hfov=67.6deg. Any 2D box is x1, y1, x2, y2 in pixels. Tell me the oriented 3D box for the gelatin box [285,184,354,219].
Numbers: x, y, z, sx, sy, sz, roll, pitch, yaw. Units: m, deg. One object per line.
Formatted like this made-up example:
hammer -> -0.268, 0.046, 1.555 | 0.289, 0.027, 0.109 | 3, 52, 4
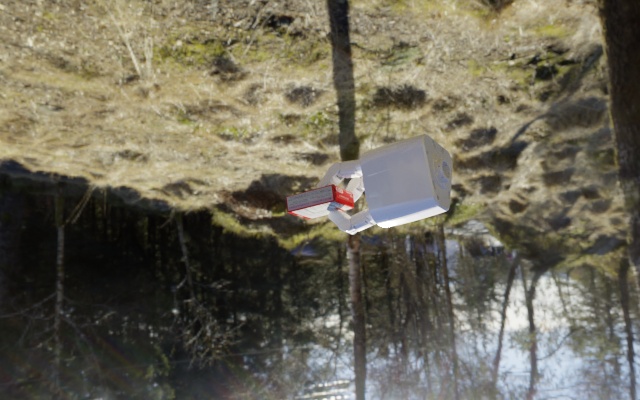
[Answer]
gelatin box -> 0.000, 0.003, 0.771 | 0.089, 0.030, 0.073 | -15, -16, 25
